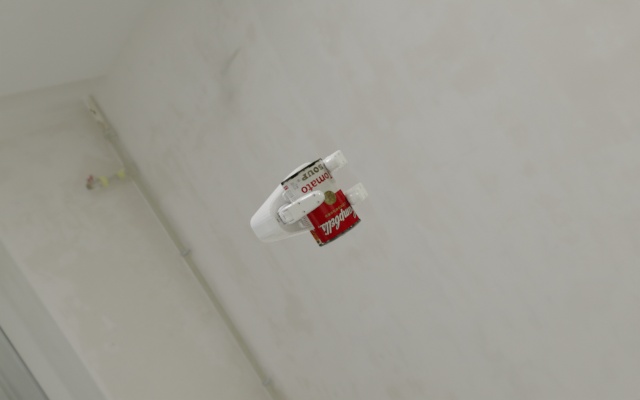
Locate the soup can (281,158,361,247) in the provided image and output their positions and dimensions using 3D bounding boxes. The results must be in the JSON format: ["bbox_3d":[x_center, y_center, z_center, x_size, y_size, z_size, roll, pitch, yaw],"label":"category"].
[{"bbox_3d":[0.000,0.002,0.650,0.068,0.102,0.068,-32,2,2],"label":"soup can"}]
